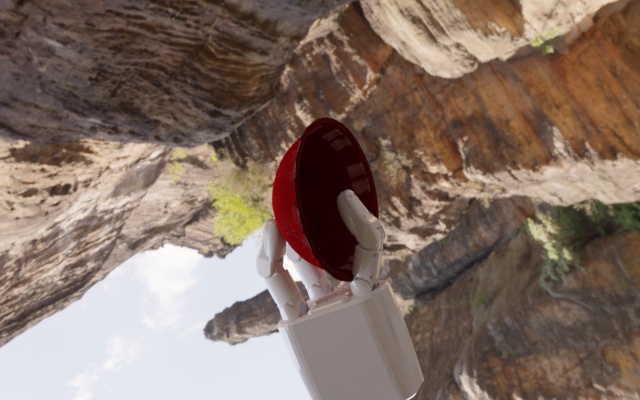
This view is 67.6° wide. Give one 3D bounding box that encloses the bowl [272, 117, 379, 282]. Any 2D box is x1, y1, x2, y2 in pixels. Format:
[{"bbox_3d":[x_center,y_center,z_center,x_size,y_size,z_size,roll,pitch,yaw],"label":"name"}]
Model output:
[{"bbox_3d":[0.000,0.000,0.480,0.055,0.162,0.162,-9,-5,31],"label":"bowl"}]
